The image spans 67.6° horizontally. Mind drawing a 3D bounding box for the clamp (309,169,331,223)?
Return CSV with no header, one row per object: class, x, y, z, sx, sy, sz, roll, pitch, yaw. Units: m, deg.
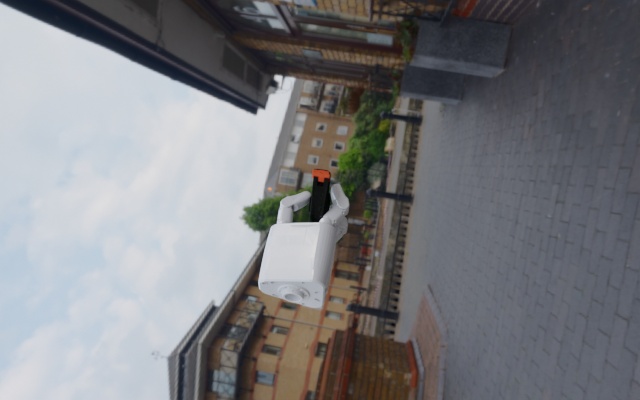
clamp,-0.001,0.003,0.846,0.036,0.164,0.210,7,-37,3
